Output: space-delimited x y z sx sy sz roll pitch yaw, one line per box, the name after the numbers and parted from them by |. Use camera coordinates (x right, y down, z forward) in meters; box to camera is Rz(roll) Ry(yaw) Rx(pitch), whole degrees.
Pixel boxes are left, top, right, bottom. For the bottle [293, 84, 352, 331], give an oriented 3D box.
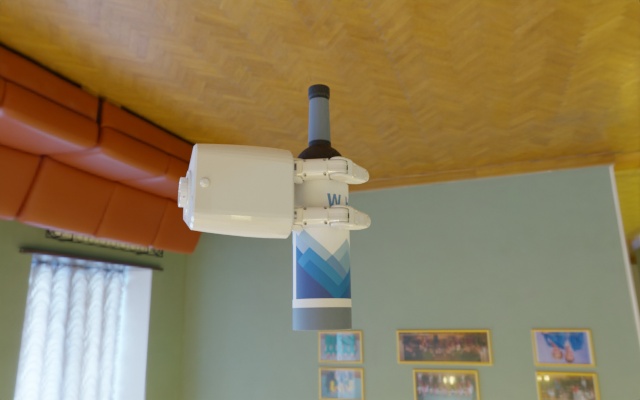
0.000 0.002 0.569 0.069 0.295 0.069 -1 -13 0 | bottle
